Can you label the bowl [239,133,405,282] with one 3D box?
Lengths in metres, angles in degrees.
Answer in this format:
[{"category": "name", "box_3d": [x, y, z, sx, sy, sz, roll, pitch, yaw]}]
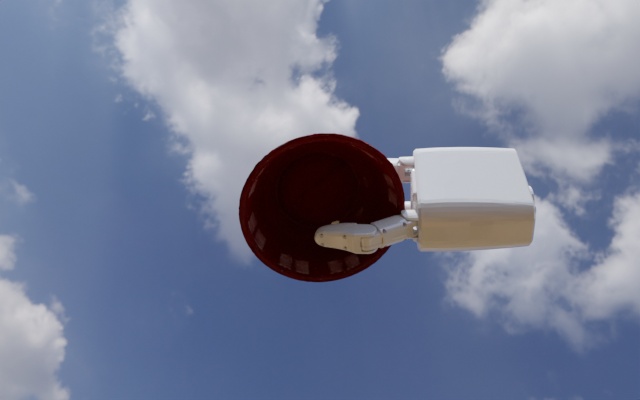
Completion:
[{"category": "bowl", "box_3d": [-0.001, 0.001, 0.482, 0.162, 0.162, 0.055, 0, 26, -7]}]
